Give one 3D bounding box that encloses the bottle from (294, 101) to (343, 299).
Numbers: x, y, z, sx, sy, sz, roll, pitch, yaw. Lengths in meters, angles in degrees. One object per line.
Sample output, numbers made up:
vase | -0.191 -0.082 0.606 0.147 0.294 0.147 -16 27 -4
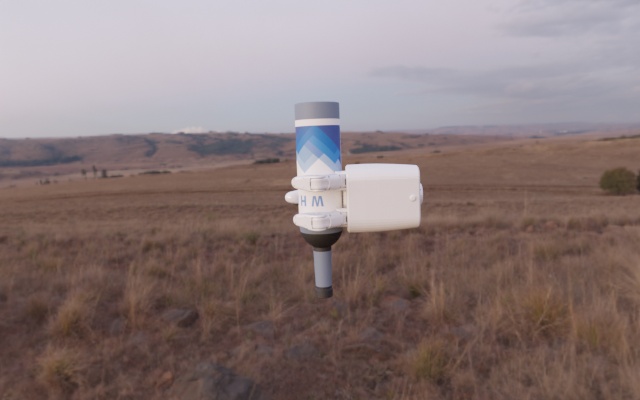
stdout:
bottle | 0.000 0.002 0.724 0.069 0.296 0.069 -2 7 0
